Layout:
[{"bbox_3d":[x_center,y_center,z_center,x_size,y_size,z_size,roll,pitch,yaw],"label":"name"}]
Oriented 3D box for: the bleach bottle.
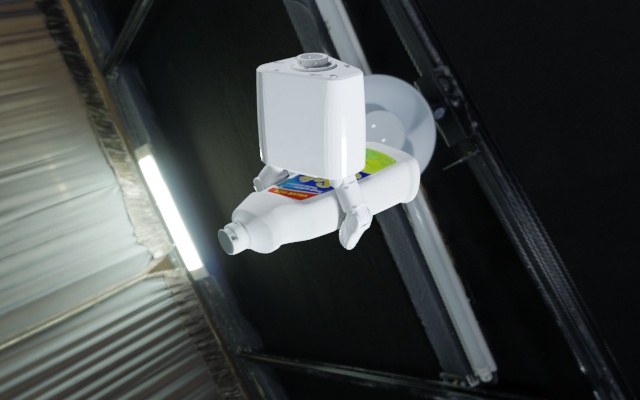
[{"bbox_3d":[0.000,0.002,0.556,0.250,0.068,0.102,-26,39,-36],"label":"bleach bottle"}]
